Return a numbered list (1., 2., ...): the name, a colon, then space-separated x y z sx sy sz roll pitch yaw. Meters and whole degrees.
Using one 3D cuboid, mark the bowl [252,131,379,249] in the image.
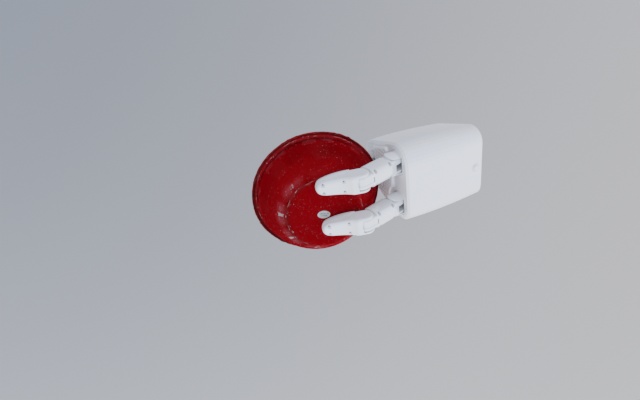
1. bowl: -0.001 0.003 0.574 0.162 0.162 0.055 0 29 -13
